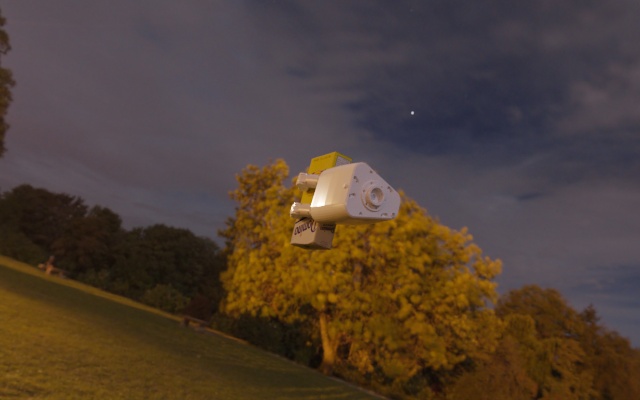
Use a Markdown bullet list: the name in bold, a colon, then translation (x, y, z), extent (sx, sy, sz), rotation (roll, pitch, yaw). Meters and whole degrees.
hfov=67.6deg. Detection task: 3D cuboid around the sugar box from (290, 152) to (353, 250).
- **sugar box**: translation (0.000, 0.003, 0.893), extent (0.048, 0.176, 0.093), rotation (23, -17, -26)
